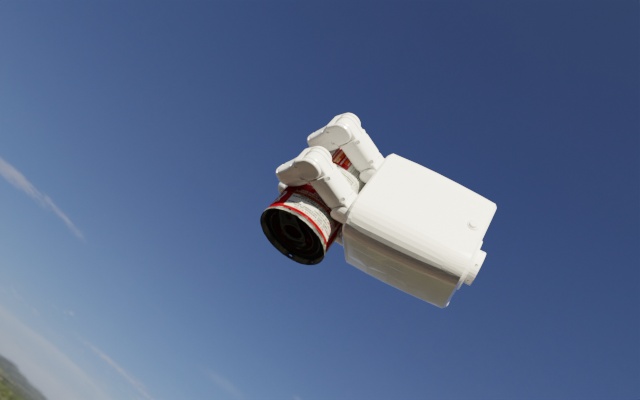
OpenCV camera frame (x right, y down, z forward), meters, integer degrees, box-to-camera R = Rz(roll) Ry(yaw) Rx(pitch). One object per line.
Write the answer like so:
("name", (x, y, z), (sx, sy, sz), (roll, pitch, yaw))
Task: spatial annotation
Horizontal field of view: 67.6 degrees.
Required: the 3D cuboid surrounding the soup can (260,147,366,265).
("soup can", (0.000, 0.001, 0.452), (0.068, 0.068, 0.102), (0, 39, 41))
